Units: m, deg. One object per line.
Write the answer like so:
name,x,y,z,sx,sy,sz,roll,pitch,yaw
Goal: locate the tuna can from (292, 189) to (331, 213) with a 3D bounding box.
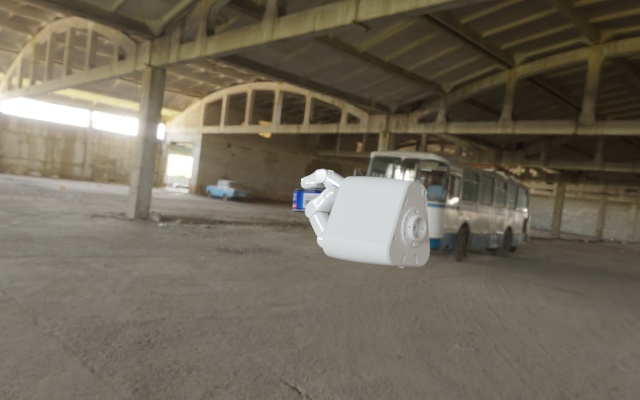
tuna can,0.000,0.002,0.730,0.086,0.034,0.086,3,-2,0
